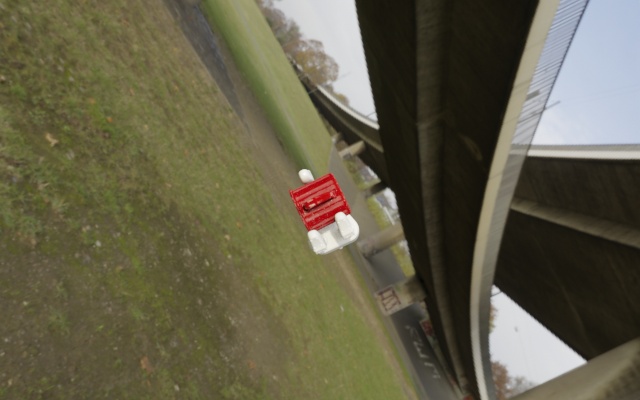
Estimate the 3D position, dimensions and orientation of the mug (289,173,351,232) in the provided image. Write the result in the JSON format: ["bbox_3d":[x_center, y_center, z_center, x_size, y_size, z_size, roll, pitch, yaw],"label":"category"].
[{"bbox_3d":[0.000,0.002,0.825,0.081,0.093,0.117,-26,-9,1],"label":"mug"}]
